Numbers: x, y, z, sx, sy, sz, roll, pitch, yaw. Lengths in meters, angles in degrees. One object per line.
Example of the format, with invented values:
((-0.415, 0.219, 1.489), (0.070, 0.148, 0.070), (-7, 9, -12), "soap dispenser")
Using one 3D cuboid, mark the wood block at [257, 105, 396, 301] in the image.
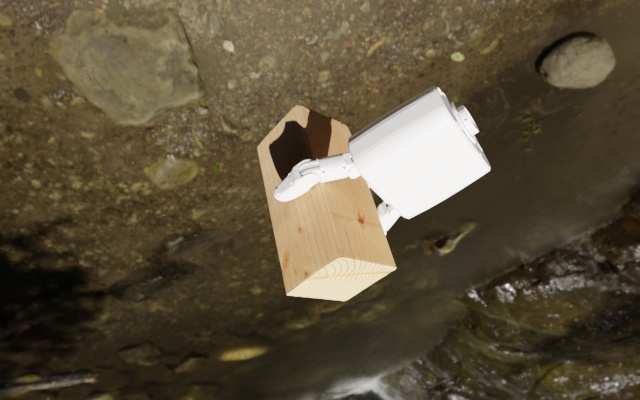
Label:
((0.000, 0.002, 0.562), (0.091, 0.206, 0.090), (16, -43, -39), "wood block")
